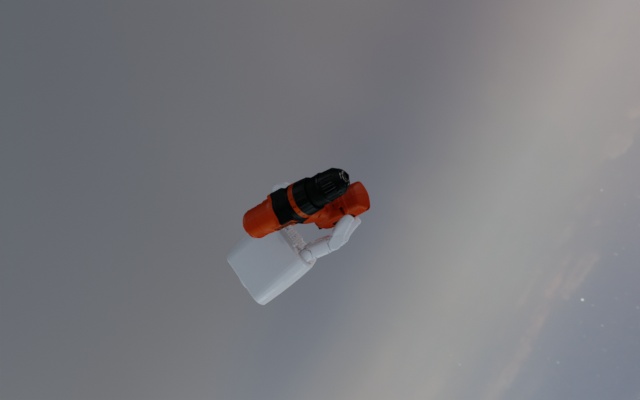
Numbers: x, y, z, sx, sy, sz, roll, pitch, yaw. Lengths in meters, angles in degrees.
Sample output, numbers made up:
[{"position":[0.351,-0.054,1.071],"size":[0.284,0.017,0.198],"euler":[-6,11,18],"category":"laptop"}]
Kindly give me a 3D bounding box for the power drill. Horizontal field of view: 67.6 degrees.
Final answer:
[{"position":[0.000,0.003,0.728],"size":[0.184,0.057,0.187],"euler":[-25,-14,31],"category":"power drill"}]
